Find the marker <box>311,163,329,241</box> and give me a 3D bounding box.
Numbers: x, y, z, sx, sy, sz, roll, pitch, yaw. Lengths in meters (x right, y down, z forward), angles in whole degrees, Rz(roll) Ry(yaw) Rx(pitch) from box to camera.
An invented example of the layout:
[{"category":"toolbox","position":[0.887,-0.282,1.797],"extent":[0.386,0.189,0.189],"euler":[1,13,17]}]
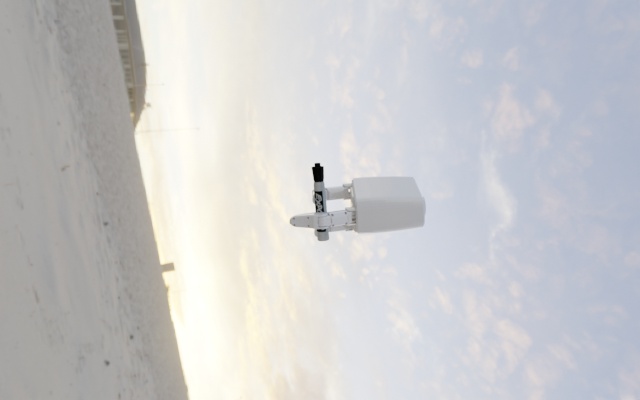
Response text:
[{"category":"marker","position":[0.000,0.002,0.732],"extent":[0.020,0.121,0.020],"euler":[-4,11,1]}]
